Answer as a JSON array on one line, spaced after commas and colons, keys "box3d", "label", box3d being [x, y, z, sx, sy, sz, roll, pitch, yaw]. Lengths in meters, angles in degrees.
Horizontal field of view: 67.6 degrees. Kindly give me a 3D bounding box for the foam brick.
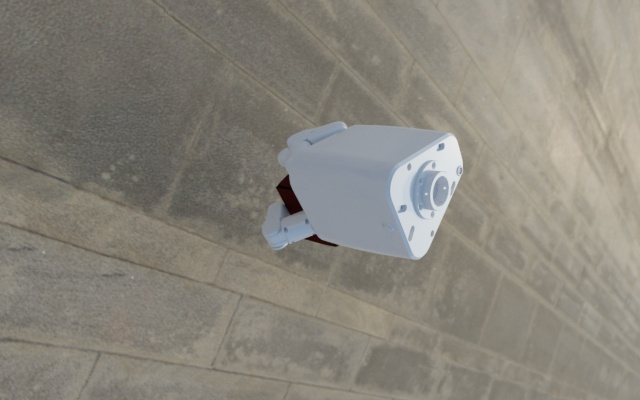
[{"box3d": [0.000, 0.002, 0.503, 0.051, 0.078, 0.053, 10, 47, 42], "label": "foam brick"}]
